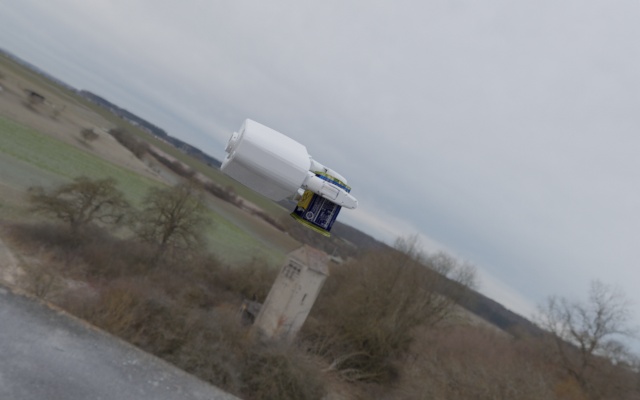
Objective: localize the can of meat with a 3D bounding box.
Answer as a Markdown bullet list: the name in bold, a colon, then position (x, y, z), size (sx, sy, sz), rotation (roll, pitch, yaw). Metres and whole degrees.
- **can of meat**: position (0.000, 0.002, 0.747), size (0.057, 0.084, 0.102), rotation (27, 0, -13)
